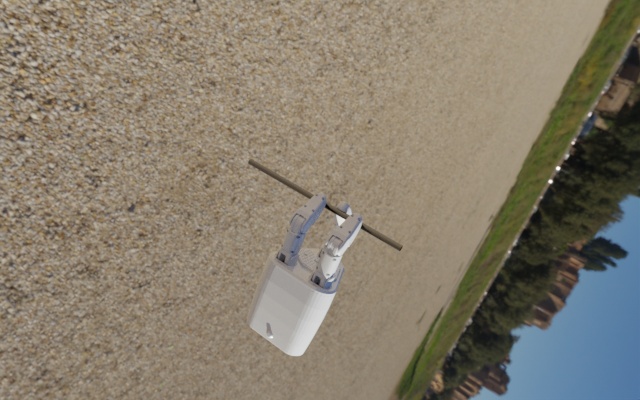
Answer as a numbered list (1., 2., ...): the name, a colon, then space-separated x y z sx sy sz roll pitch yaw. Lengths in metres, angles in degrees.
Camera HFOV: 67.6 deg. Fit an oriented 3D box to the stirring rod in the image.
1. stirring rod: 0.000 0.002 0.620 0.239 0.011 0.011 30 11 20
